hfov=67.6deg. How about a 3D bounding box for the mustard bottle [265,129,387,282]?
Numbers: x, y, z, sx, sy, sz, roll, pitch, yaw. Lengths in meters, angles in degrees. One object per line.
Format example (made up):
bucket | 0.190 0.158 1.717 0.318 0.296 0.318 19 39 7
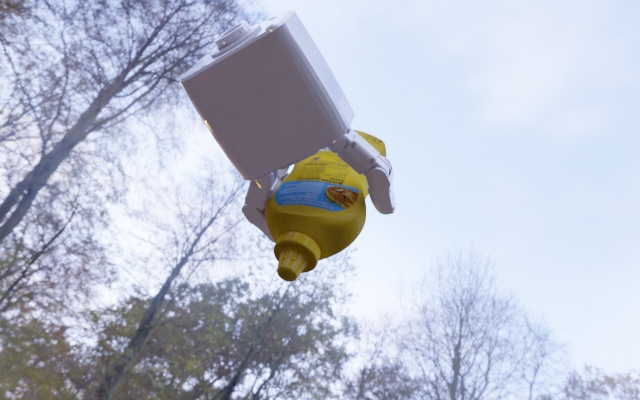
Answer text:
mustard bottle | 0.000 0.002 0.467 0.096 0.058 0.191 7 42 17
